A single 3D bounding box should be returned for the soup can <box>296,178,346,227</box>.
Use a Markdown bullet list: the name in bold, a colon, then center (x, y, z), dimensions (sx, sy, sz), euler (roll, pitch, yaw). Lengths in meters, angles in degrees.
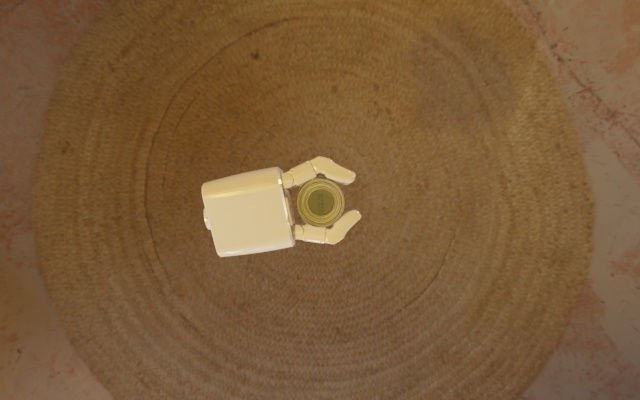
- **soup can**: center (0.001, 0.002, 0.679), dimensions (0.068, 0.068, 0.102), euler (0, 0, 0)
